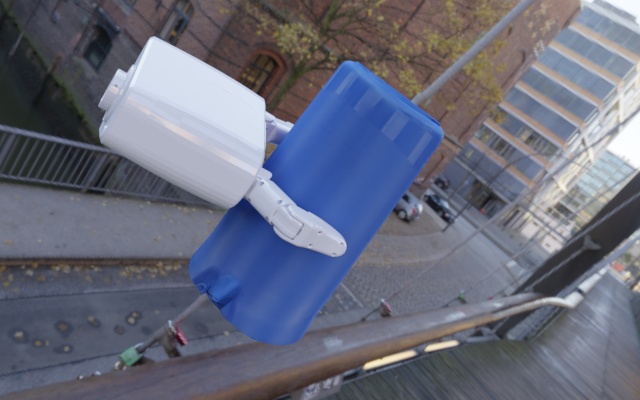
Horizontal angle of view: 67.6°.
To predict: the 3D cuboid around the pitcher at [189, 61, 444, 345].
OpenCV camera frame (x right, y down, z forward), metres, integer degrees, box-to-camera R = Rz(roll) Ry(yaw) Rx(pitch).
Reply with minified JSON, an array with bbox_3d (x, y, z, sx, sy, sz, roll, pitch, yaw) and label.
[{"bbox_3d":[0.000,0.001,0.447,0.145,0.243,0.149,29,18,-27],"label":"pitcher"}]
